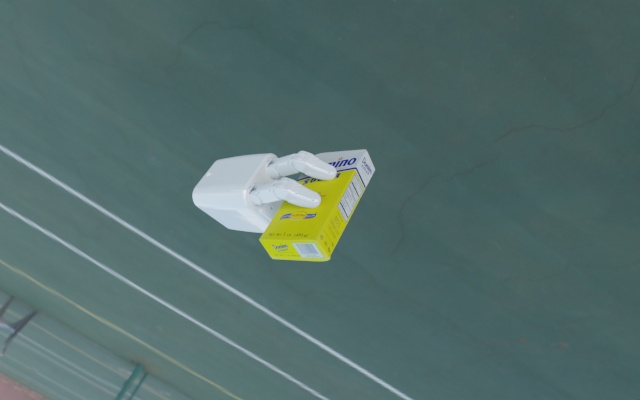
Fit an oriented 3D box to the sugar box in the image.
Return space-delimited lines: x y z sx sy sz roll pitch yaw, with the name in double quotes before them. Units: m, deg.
"sugar box" 0.000 0.002 0.647 0.093 0.176 0.048 -2 -45 34
